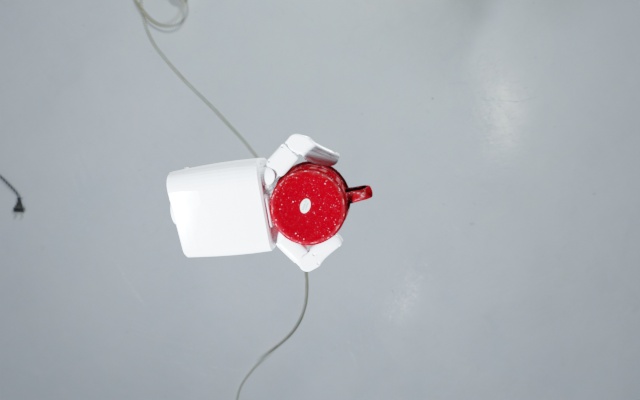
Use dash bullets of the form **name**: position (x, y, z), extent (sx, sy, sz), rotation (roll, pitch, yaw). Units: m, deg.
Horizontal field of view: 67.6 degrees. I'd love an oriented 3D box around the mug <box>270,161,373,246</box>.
- **mug**: position (0.002, 0.002, 0.530), extent (0.117, 0.093, 0.081), rotation (-8, 6, 3)
